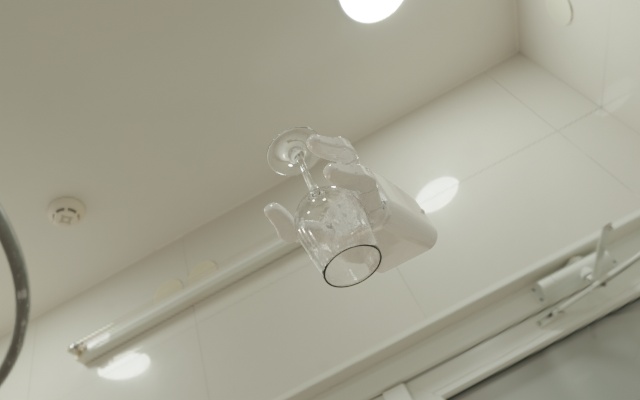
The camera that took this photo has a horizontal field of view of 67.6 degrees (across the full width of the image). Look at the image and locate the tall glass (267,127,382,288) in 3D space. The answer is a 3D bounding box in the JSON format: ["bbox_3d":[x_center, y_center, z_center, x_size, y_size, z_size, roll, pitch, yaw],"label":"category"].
[{"bbox_3d":[0.000,0.001,0.536,0.079,0.079,0.201,0,40,-24],"label":"tall glass"}]
